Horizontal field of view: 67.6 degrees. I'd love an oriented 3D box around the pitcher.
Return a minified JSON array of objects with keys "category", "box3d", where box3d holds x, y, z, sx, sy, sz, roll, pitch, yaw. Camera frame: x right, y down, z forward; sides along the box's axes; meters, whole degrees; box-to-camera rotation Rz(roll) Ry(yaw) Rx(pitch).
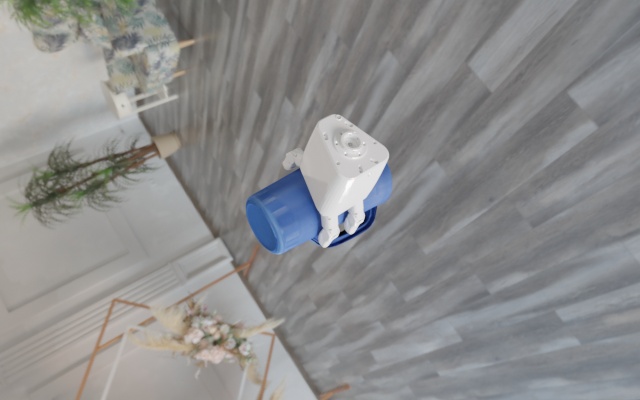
[{"category":"pitcher","box3d":[0.000,0.003,0.834,0.243,0.149,0.145,-29,-17,-28]}]
